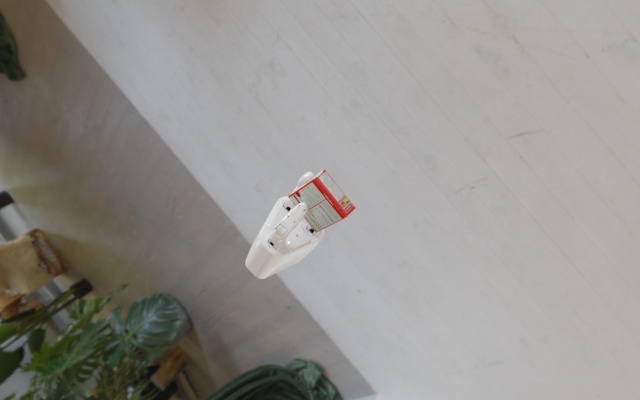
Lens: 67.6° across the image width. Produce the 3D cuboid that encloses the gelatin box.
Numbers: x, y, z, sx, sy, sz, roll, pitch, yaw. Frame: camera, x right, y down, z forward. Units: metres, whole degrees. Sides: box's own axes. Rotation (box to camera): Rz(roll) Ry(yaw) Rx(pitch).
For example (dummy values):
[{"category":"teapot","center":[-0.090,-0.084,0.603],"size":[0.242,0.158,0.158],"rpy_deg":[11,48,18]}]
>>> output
[{"category":"gelatin box","center":[0.000,0.002,0.713],"size":[0.030,0.073,0.089],"rpy_deg":[-43,7,-34]}]
